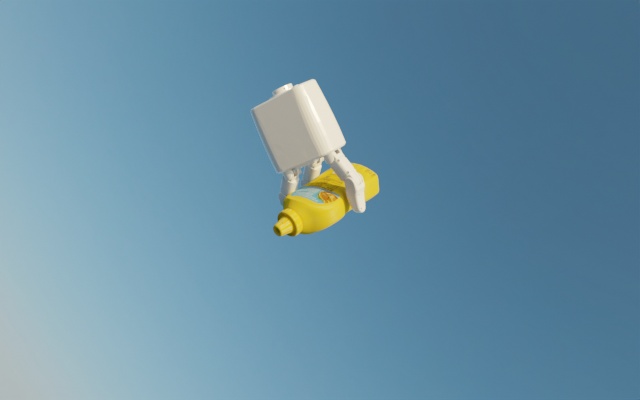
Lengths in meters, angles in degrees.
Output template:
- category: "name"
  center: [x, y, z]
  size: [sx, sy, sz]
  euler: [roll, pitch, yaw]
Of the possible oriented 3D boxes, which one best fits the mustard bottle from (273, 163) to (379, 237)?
- category: "mustard bottle"
  center: [0.000, 0.003, 0.736]
  size: [0.096, 0.058, 0.191]
  euler: [17, 36, 38]
